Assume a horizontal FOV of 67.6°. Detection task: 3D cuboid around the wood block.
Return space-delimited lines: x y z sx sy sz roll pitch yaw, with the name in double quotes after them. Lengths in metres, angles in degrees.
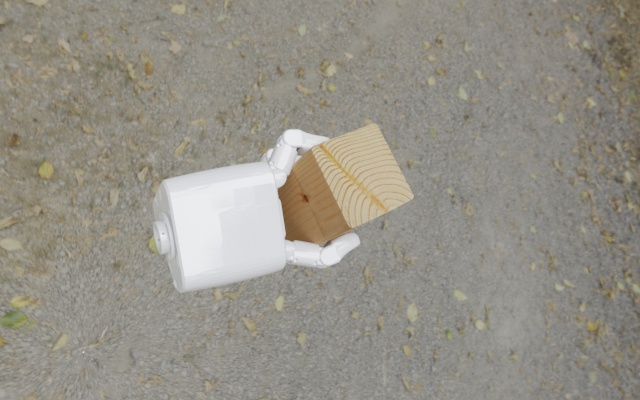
0.000 0.002 0.562 0.090 0.091 0.206 -24 -4 -30 "wood block"
